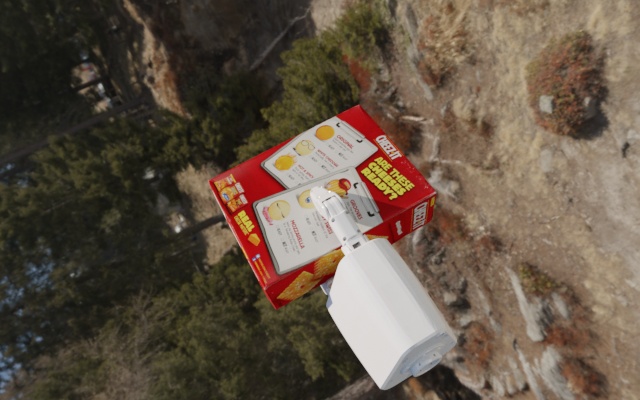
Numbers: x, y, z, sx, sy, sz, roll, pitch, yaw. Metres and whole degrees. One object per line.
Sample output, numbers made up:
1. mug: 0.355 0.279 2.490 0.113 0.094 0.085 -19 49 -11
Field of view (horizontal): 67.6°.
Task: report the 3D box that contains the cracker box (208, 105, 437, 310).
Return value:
1. cracker box: 0.000 0.002 0.566 0.213 0.164 0.072 -28 -32 -10
